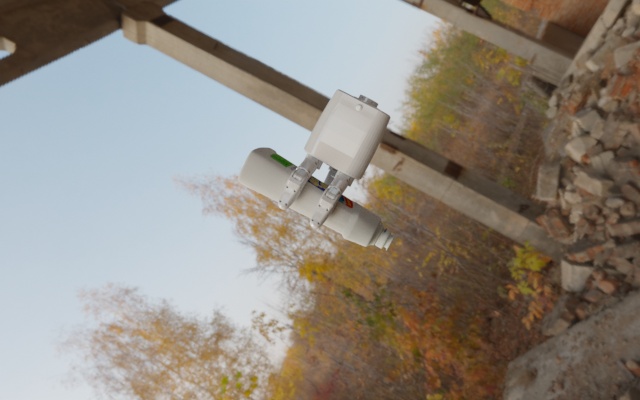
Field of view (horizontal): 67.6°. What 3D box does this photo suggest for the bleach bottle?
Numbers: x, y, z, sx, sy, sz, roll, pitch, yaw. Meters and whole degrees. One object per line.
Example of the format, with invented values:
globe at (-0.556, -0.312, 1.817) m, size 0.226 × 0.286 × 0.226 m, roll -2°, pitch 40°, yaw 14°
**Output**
bleach bottle at (0.000, 0.002, 0.748) m, size 0.251 × 0.068 × 0.102 m, roll 29°, pitch 11°, yaw 8°
